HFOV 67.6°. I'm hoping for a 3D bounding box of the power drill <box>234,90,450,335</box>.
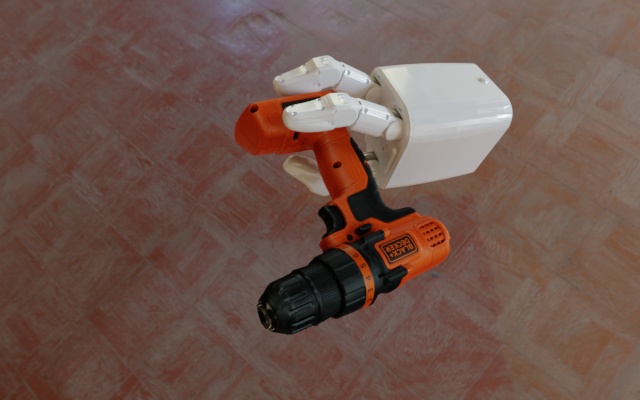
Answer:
[{"bbox_3d":[0.000,0.001,0.400,0.184,0.187,0.057,-17,-19,-35],"label":"power drill"}]
